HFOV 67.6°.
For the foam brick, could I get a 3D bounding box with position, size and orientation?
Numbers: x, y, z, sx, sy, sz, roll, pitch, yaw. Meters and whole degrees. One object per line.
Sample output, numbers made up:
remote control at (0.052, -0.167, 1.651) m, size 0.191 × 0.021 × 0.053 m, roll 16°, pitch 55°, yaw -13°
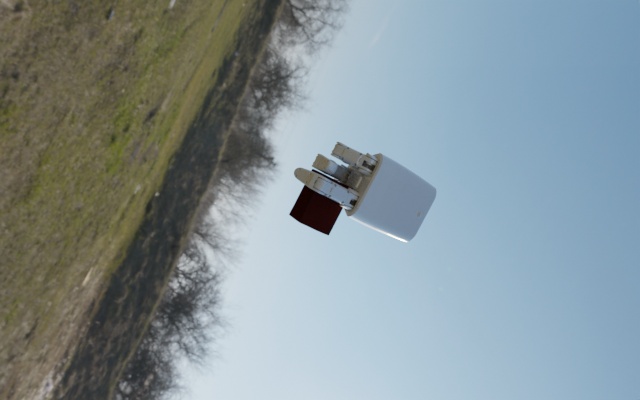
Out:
foam brick at (0.000, 0.002, 0.687) m, size 0.051 × 0.078 × 0.053 m, roll 26°, pitch 3°, yaw -24°
